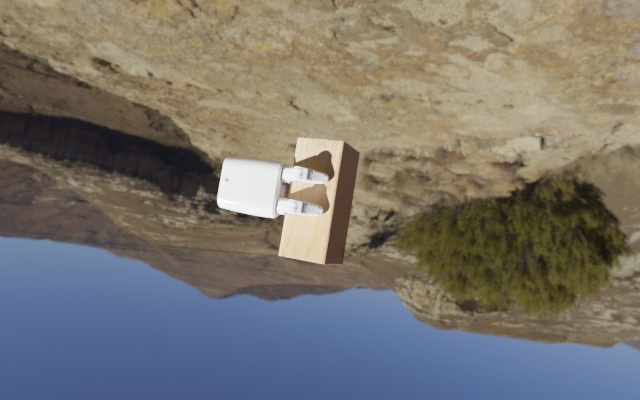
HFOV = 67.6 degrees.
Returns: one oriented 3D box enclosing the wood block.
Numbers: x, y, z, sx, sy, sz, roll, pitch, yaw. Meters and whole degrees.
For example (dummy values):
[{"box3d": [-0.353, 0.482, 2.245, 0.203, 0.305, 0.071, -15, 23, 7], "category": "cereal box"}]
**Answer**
[{"box3d": [0.000, 0.003, 0.839, 0.090, 0.206, 0.091, 7, -4, 23], "category": "wood block"}]
